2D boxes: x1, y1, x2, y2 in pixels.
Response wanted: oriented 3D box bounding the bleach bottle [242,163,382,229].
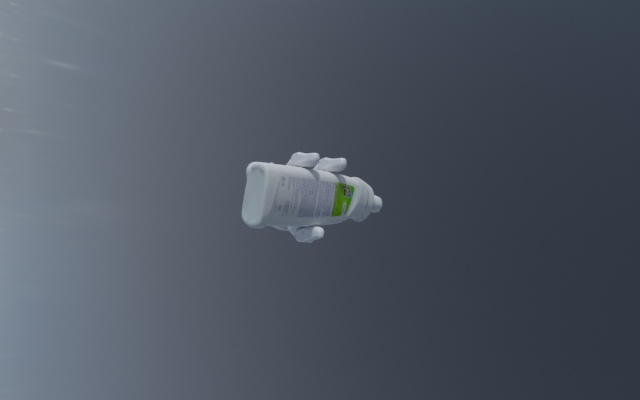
[{"bbox_3d":[0.000,0.002,0.788,0.251,0.102,0.068,7,6,-36],"label":"bleach bottle"}]
